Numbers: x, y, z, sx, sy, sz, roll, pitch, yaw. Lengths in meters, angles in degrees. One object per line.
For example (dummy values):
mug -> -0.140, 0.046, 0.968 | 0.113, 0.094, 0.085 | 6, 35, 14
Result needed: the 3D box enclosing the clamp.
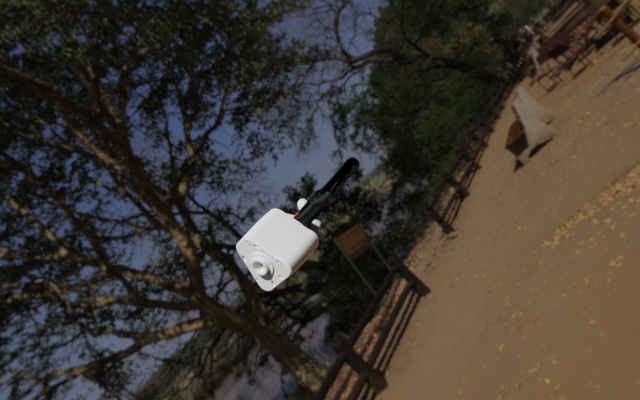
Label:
clamp -> 0.000, 0.002, 0.850 | 0.171, 0.039, 0.120 | -48, 2, 37
